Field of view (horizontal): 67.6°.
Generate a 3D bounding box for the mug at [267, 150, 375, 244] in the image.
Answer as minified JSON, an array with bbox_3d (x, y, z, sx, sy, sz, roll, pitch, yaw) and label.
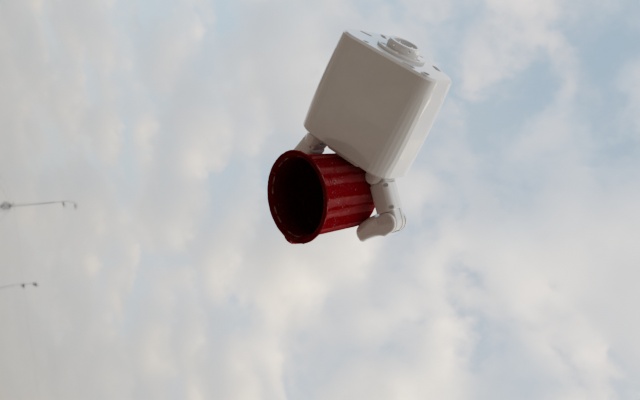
[{"bbox_3d":[0.000,0.003,0.502,0.081,0.117,0.093,-9,45,-42],"label":"mug"}]
